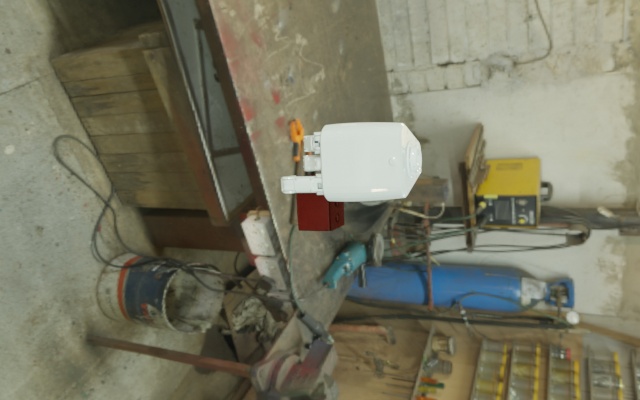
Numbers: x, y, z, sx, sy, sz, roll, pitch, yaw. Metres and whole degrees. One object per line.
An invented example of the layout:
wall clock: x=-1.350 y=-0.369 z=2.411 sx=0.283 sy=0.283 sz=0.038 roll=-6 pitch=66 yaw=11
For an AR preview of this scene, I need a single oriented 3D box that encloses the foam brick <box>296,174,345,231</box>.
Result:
foam brick: x=0.000 y=0.002 z=0.673 sx=0.051 sy=0.078 sz=0.053 roll=0 pitch=7 yaw=23
